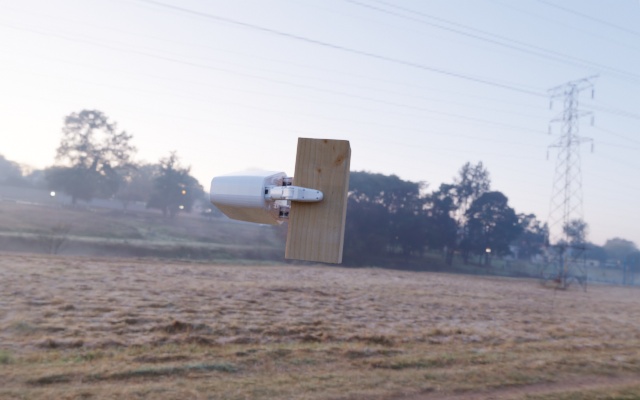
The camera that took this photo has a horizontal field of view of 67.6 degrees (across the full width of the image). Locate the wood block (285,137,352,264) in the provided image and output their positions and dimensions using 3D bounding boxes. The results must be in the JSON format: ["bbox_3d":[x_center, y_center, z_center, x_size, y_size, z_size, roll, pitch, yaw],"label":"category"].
[{"bbox_3d":[0.000,0.003,0.829,0.090,0.206,0.091,5,-5,8],"label":"wood block"}]
